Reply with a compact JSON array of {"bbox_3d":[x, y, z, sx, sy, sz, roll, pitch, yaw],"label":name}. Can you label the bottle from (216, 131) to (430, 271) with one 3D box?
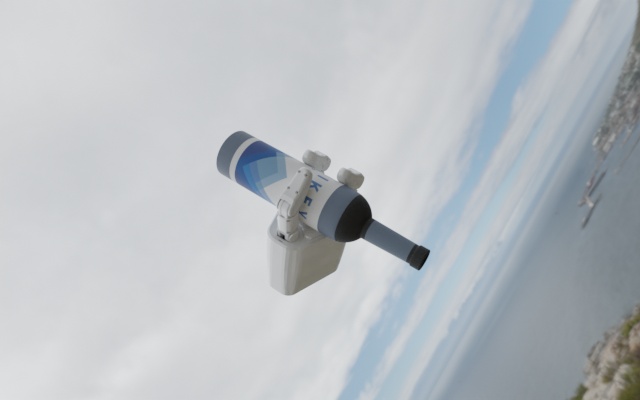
[{"bbox_3d":[0.000,0.002,0.601,0.295,0.069,0.069,29,11,21],"label":"bottle"}]
